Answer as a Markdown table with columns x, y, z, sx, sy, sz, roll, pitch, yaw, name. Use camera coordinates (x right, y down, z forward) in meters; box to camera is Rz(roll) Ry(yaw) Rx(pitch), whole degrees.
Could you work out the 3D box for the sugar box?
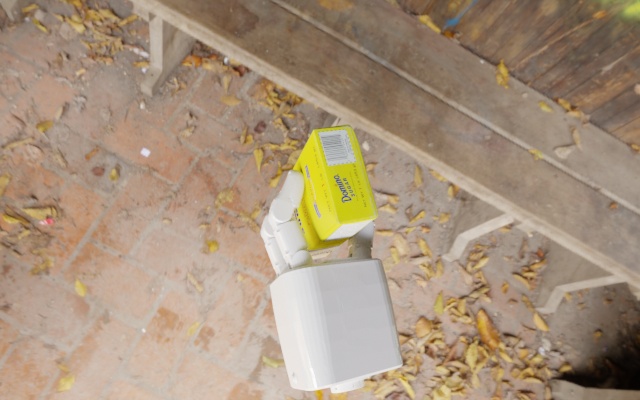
| x | y | z | sx | sy | sz | roll | pitch | yaw | name |
| --- | --- | --- | --- | --- | --- | --- | --- | --- | --- |
| 0.000 | 0.002 | 0.501 | 0.048 | 0.093 | 0.176 | -8 | -16 | -20 | sugar box |
